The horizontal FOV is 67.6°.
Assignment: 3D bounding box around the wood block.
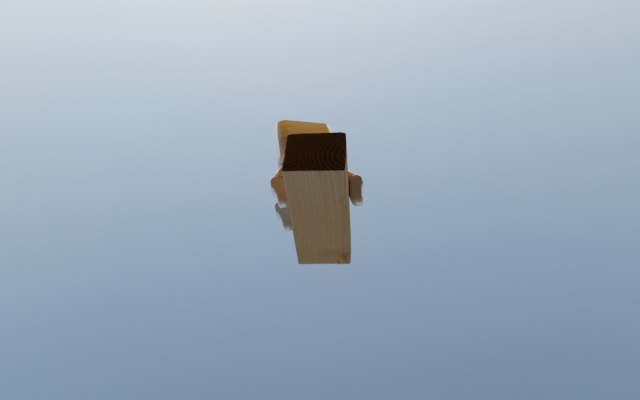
[{"bbox_3d":[0.000,0.002,0.757,0.091,0.206,0.090,-2,44,5],"label":"wood block"}]
